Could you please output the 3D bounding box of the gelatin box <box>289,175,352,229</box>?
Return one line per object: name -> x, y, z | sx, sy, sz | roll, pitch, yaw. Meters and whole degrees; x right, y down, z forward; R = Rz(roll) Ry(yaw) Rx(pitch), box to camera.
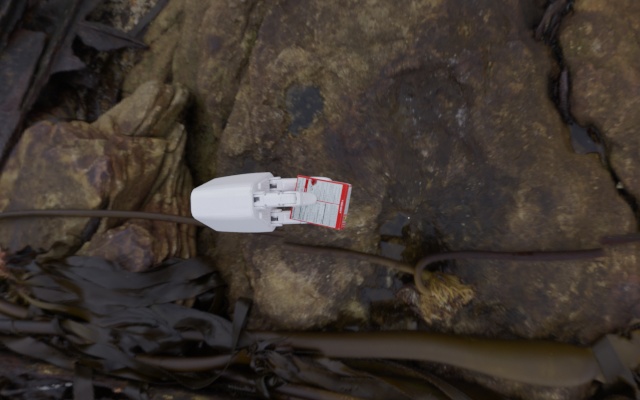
gelatin box -> 0.000, 0.003, 0.765 | 0.089, 0.073, 0.030 | 11, 2, 19
